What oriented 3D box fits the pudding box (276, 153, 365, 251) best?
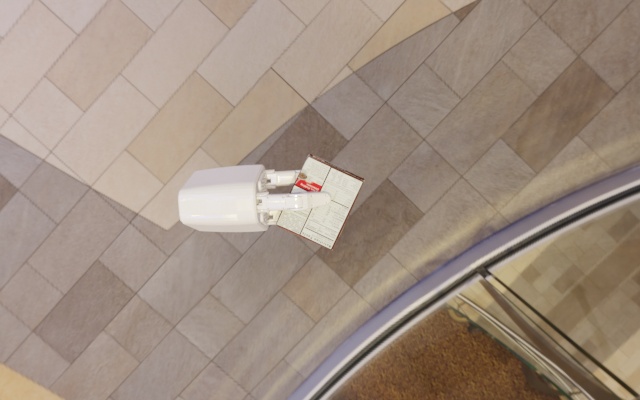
[{"bbox_3d":[0.000,0.002,0.675,0.090,0.113,0.039,25,8,0],"label":"pudding box"}]
